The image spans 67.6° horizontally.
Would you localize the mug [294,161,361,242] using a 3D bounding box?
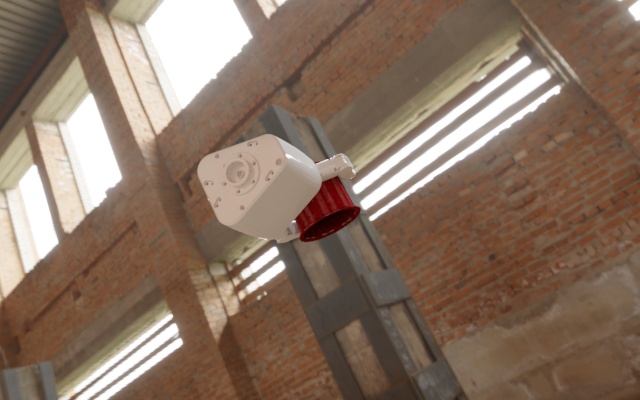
[{"bbox_3d":[0.001,0.002,0.673,0.093,0.081,0.117,-31,-19,10],"label":"mug"}]
